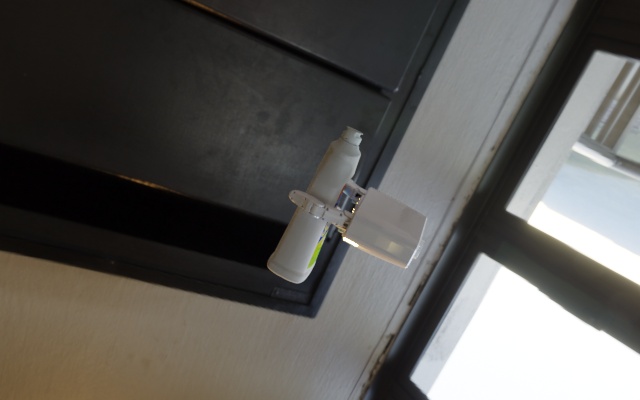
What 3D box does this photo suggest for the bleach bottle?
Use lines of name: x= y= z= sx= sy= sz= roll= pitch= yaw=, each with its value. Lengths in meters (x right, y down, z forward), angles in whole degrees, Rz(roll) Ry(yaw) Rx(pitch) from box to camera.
bleach bottle: x=0.000 y=0.002 z=0.762 sx=0.068 sy=0.251 sz=0.102 roll=27 pitch=15 yaw=7
